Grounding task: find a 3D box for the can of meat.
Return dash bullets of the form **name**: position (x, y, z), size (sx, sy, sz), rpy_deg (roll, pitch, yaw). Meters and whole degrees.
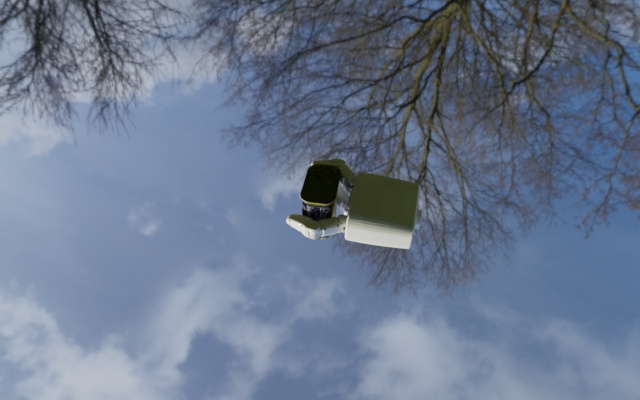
- **can of meat**: position (0.000, 0.003, 0.802), size (0.057, 0.084, 0.102), rpy_deg (7, 41, 6)
